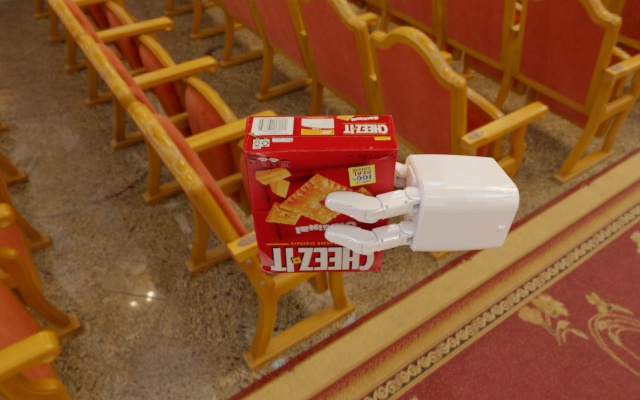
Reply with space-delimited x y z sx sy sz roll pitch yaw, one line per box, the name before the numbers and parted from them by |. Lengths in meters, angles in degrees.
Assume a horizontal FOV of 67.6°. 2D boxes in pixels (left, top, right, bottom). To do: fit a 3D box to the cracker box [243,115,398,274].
cracker box | 0.000 0.002 0.582 0.164 0.214 0.072 0 45 0
